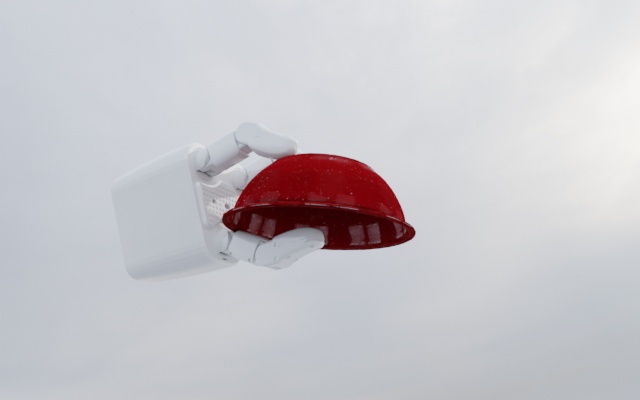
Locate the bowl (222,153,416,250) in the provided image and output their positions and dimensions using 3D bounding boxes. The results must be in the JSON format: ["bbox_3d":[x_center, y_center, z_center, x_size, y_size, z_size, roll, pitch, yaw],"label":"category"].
[{"bbox_3d":[0.001,0.001,0.409,0.162,0.055,0.162,4,-16,1],"label":"bowl"}]
